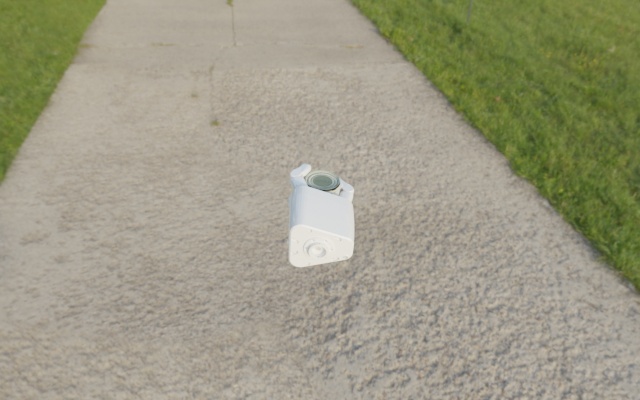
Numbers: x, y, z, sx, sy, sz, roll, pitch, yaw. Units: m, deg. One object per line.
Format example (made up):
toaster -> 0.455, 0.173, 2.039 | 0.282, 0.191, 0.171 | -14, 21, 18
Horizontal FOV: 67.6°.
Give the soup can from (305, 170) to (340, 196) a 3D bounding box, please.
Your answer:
soup can -> 0.000, 0.002, 0.897 | 0.068, 0.102, 0.068 | 3, 36, -2
